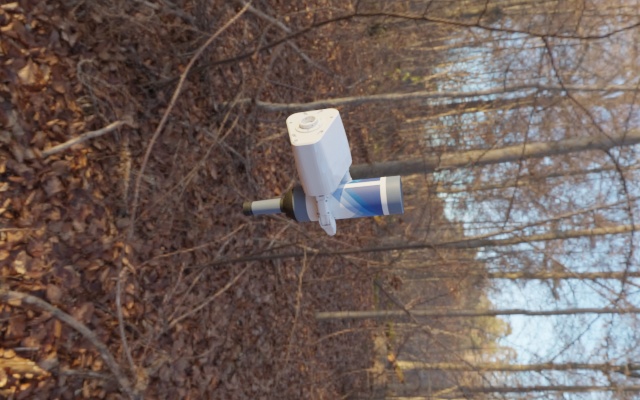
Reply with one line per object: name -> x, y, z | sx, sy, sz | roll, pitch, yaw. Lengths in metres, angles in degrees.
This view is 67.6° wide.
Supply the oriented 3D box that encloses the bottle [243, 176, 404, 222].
bottle -> 0.000, 0.003, 0.871 | 0.296, 0.069, 0.069 | -5, -1, 14
